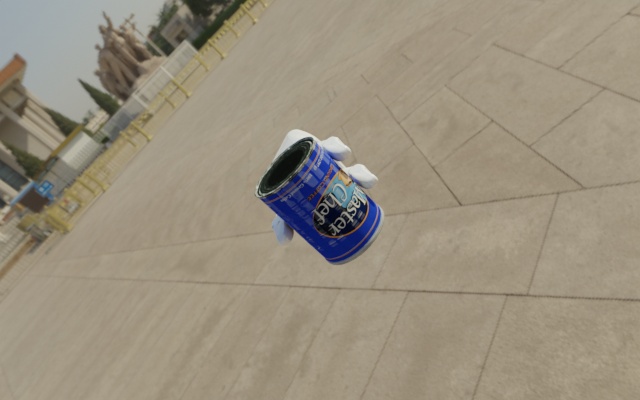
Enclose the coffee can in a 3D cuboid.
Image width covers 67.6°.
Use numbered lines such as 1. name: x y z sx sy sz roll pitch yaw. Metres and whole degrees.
1. coffee can: 0.000 0.002 0.621 0.140 0.102 0.103 44 -21 -23
